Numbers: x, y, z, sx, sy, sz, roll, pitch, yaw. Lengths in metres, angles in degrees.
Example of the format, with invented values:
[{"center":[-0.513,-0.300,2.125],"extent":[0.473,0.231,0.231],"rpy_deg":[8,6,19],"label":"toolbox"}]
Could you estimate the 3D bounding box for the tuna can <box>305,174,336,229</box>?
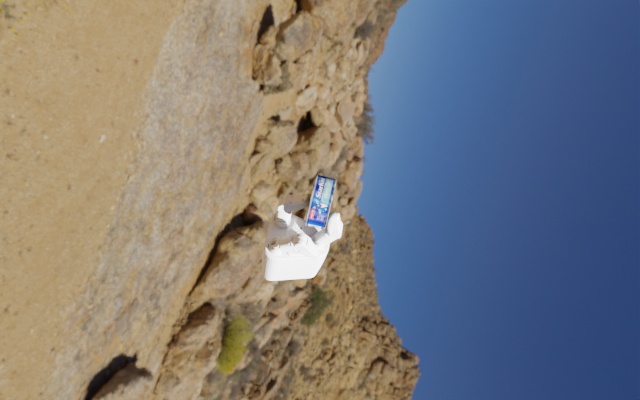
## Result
[{"center":[0.001,0.003,0.774],"extent":[0.034,0.086,0.086],"rpy_deg":[13,0,0],"label":"tuna can"}]
